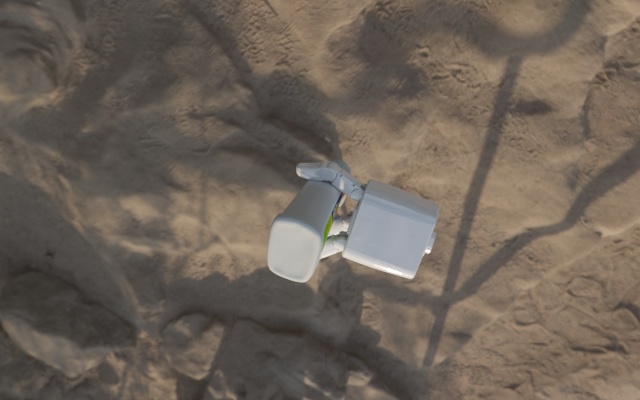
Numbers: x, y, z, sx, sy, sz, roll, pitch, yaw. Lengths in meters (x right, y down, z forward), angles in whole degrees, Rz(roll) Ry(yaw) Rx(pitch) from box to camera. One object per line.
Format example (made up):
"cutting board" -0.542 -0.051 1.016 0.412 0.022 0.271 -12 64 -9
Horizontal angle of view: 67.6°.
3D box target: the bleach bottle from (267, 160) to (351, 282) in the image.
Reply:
"bleach bottle" 0.000 0.002 0.695 0.068 0.103 0.250 19 35 8
